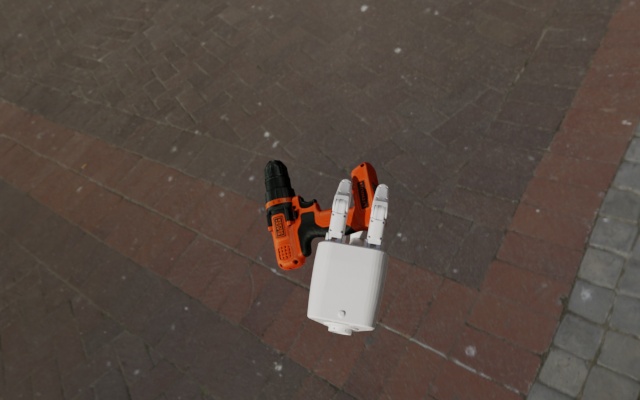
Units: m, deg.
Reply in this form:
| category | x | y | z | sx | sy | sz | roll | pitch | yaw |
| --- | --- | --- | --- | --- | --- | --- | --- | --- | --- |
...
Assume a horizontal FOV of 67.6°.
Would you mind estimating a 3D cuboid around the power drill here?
| category | x | y | z | sx | sy | sz | roll | pitch | yaw |
| --- | --- | --- | --- | --- | --- | --- | --- | --- | --- |
| power drill | 0.001 | 0.003 | 0.754 | 0.187 | 0.184 | 0.057 | -17 | -14 | 22 |
